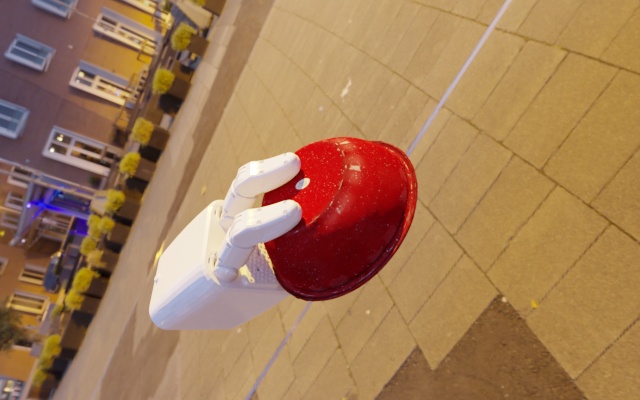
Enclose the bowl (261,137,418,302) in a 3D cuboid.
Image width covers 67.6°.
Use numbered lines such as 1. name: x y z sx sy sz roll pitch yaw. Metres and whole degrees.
1. bowl: 0.001 0.000 0.412 0.162 0.162 0.055 0 -30 45
